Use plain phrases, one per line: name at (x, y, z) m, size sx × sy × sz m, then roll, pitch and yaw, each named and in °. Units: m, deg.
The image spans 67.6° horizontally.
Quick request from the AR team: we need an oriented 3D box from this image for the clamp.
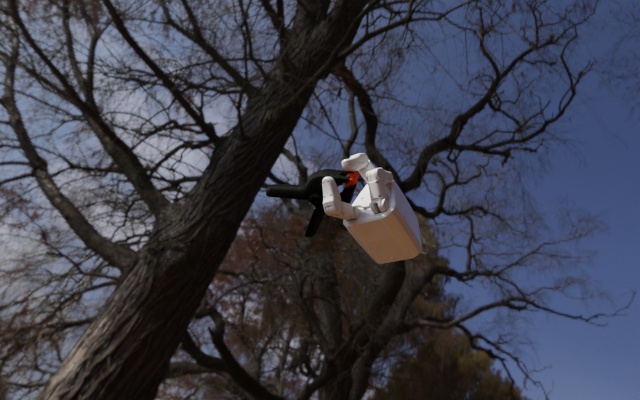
clamp at (0.000, 0.002, 0.808) m, size 0.171 × 0.120 × 0.039 m, roll -16°, pitch 35°, yaw 36°
